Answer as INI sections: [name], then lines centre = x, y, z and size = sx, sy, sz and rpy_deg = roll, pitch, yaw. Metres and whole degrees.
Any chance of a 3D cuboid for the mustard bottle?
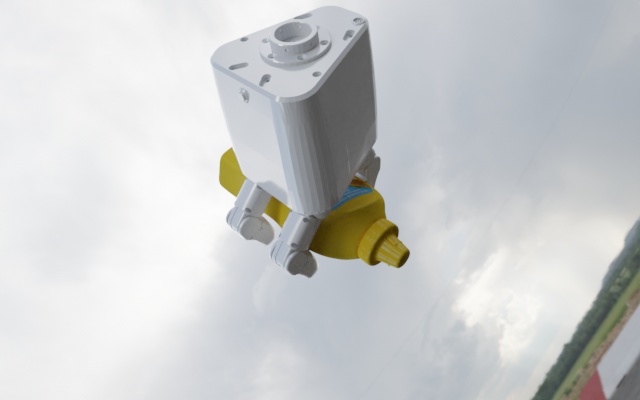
[mustard bottle]
centre = 0.000, 0.002, 0.436
size = 0.191, 0.058, 0.096
rpy_deg = 34, 37, 31
